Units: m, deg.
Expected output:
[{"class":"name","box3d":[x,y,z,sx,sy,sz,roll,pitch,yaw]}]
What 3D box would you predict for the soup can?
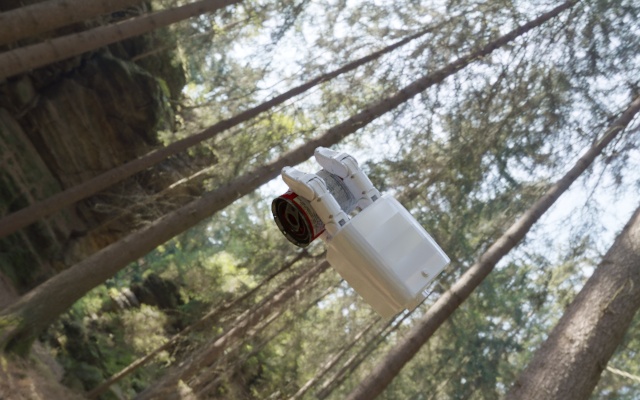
[{"class":"soup can","box3d":[0.000,0.001,0.581,0.102,0.068,0.068,-35,19,-31]}]
